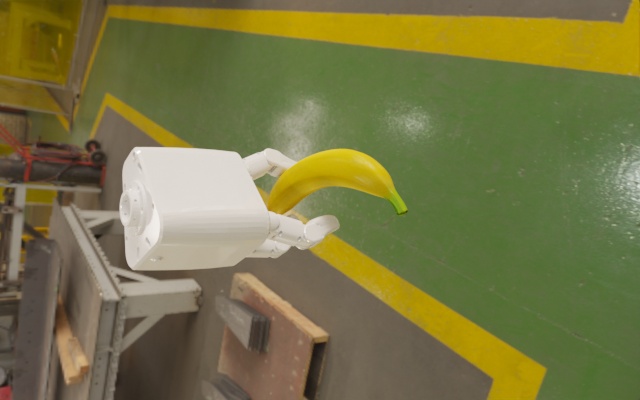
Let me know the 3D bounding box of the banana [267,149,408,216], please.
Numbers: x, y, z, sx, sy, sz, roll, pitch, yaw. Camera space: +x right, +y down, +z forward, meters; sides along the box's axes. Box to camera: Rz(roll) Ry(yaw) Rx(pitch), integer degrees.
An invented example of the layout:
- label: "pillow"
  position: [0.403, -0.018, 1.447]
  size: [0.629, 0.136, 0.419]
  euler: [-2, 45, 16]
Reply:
- label: "banana"
  position: [0.002, -0.017, 0.503]
  size: [0.037, 0.069, 0.198]
  euler: [-2, 0, -43]
